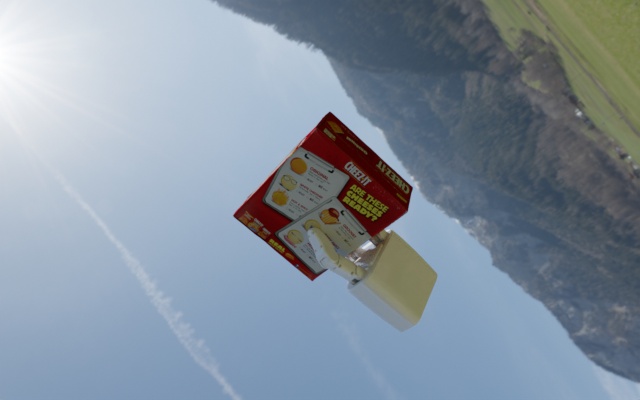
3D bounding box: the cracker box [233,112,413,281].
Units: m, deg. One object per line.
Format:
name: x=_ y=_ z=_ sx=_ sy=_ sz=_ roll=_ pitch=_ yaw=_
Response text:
cracker box: x=0.000 y=0.002 z=0.694 sx=0.214 sy=0.164 sz=0.072 roll=-42 pitch=12 yaw=36
